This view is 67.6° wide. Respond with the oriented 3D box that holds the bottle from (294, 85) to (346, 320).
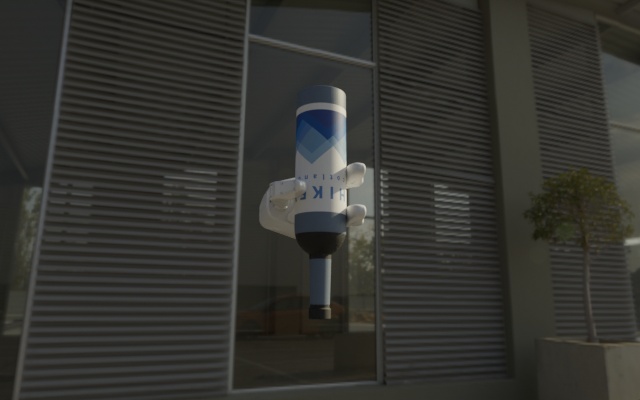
[{"bbox_3d":[0.000,0.002,0.617,0.069,0.295,0.069,0,-12,0],"label":"bottle"}]
